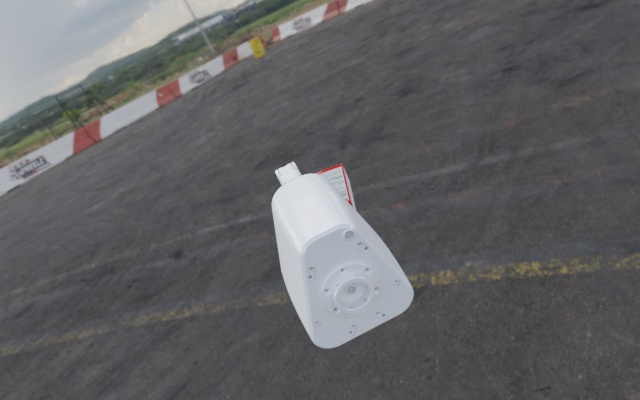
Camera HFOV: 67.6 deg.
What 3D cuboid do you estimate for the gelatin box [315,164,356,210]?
[{"bbox_3d":[0.000,0.001,0.538,0.073,0.030,0.089,-20,32,8],"label":"gelatin box"}]
